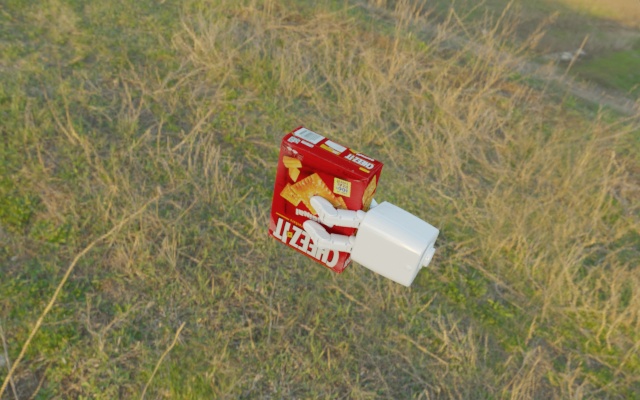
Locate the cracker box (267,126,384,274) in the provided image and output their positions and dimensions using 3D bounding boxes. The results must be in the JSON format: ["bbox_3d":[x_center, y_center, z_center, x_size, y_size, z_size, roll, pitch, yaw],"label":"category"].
[{"bbox_3d":[0.000,0.002,0.828,0.164,0.214,0.072,27,38,18],"label":"cracker box"}]
